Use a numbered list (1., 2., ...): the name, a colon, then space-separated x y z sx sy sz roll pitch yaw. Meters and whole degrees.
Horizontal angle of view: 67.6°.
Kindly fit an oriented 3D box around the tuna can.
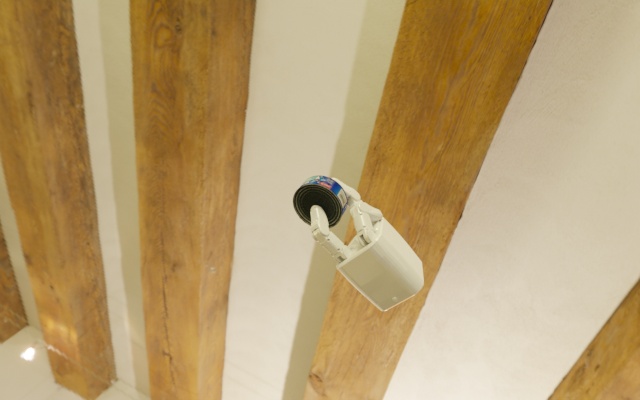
1. tuna can: 0.000 0.002 0.782 0.086 0.086 0.033 0 31 25
